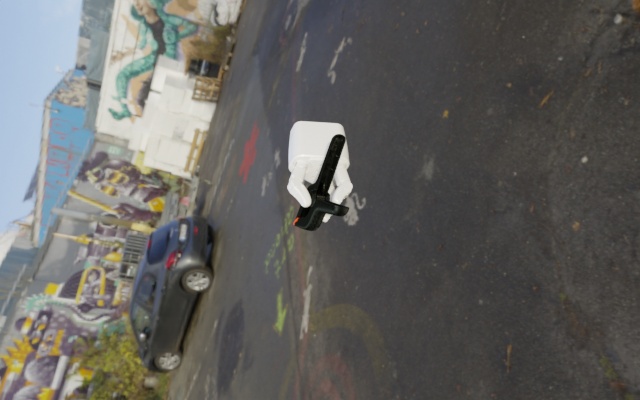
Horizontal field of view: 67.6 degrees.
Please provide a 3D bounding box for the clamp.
[{"bbox_3d":[-0.001,0.003,0.875,0.036,0.164,0.210,13,-42,-19],"label":"clamp"}]
